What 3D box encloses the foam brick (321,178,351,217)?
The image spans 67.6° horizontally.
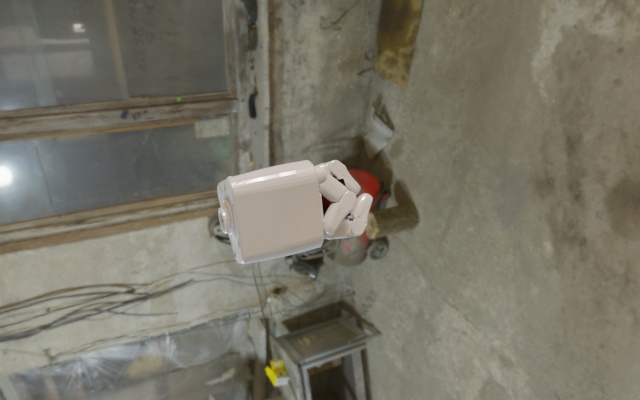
[{"bbox_3d":[0.000,0.002,0.658,0.051,0.053,0.078,-14,1,-22],"label":"foam brick"}]
